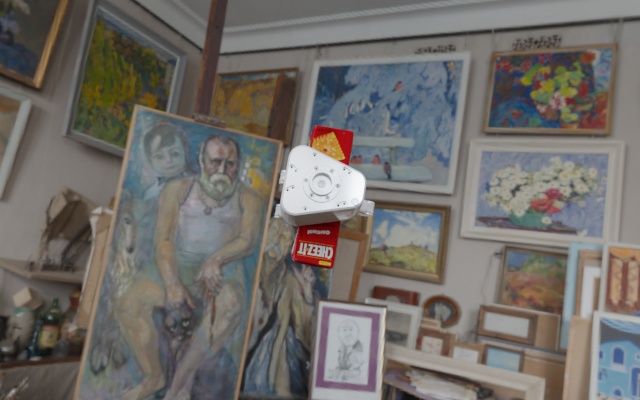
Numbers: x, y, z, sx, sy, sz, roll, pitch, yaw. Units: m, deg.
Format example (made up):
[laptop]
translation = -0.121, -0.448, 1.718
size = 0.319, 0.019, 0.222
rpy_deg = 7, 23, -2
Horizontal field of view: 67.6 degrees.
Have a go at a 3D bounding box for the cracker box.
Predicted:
[cracker box]
translation = 0.000, 0.002, 0.796
size = 0.072, 0.213, 0.164
rpy_deg = 10, -8, -1
